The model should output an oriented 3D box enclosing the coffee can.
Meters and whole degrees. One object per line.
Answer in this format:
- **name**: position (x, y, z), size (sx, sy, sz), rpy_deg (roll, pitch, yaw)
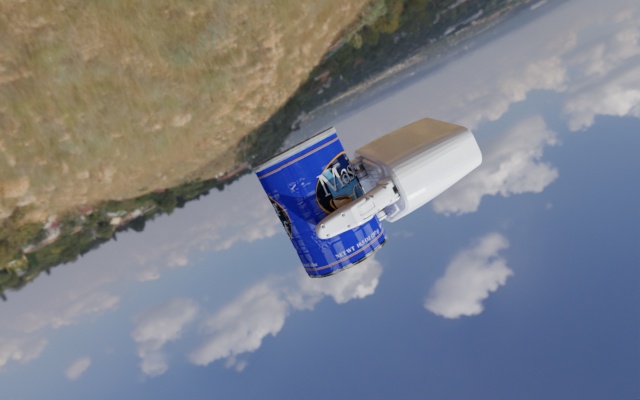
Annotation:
- **coffee can**: position (0.000, 0.002, 0.542), size (0.103, 0.140, 0.103), rpy_deg (-26, 8, 4)
